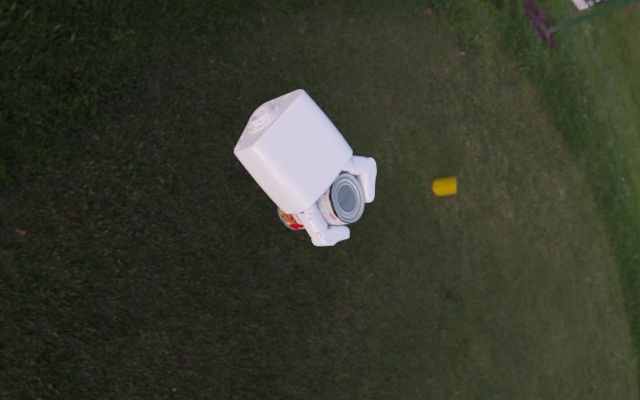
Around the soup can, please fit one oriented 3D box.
[{"bbox_3d":[0.001,0.003,0.646,0.102,0.068,0.068,-9,-7,43],"label":"soup can"}]
